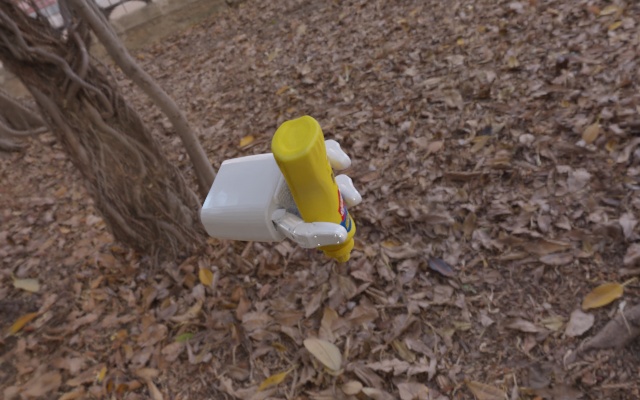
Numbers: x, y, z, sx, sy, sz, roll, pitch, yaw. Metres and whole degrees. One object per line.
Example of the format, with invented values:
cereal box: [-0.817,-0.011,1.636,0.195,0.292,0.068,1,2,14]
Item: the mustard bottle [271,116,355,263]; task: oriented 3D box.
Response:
mustard bottle: [0.000,0.002,0.574,0.058,0.192,0.096,-16,33,7]
